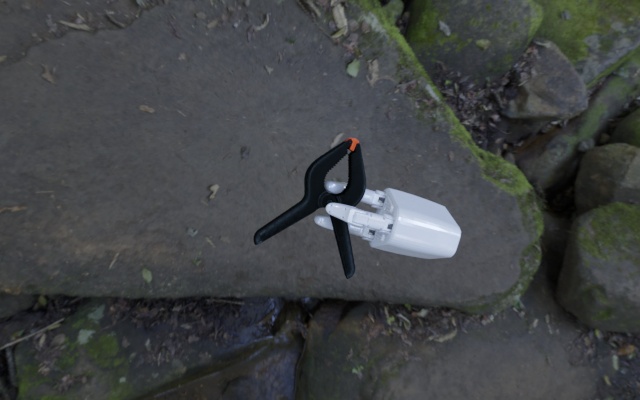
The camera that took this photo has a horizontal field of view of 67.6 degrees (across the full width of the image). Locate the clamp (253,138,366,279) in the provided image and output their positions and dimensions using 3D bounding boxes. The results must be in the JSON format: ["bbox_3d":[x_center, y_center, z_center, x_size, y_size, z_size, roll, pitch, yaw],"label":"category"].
[{"bbox_3d":[0.001,0.002,0.714,0.164,0.210,0.036,15,7,-12],"label":"clamp"}]
